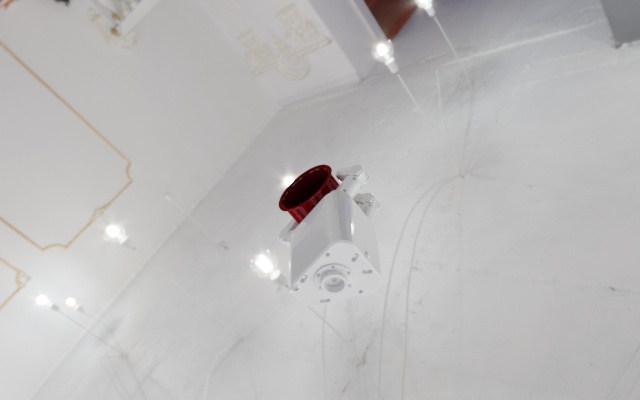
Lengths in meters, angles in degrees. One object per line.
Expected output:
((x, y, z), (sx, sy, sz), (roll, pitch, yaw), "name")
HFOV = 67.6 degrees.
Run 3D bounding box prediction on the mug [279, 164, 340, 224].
((0.000, 0.002, 0.703), (0.093, 0.081, 0.117), (-32, 26, 17), "mug")
